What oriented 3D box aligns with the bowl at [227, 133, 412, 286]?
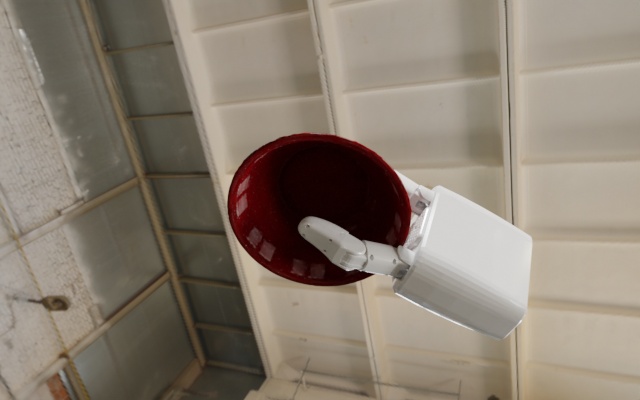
[{"bbox_3d":[-0.001,0.000,0.437,0.162,0.162,0.055,0,33,7],"label":"bowl"}]
